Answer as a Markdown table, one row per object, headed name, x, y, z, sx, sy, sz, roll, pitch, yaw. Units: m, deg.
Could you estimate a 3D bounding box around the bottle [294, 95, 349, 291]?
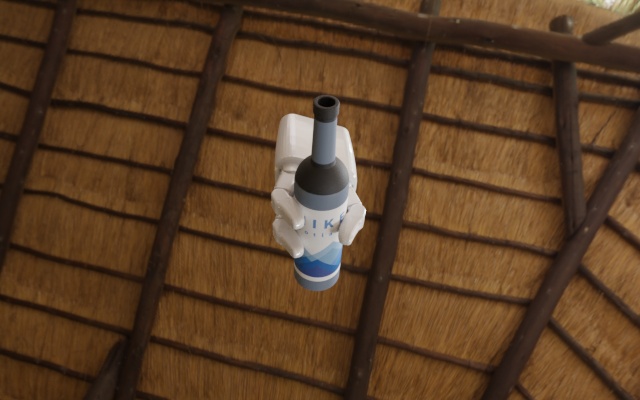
| name | x | y | z | sx | sy | sz | roll | pitch | yaw |
| --- | --- | --- | --- | --- | --- | --- | --- | --- | --- |
| bottle | 0.000 | 0.002 | 0.597 | 0.069 | 0.069 | 0.296 | 2 | -45 | -2 |
